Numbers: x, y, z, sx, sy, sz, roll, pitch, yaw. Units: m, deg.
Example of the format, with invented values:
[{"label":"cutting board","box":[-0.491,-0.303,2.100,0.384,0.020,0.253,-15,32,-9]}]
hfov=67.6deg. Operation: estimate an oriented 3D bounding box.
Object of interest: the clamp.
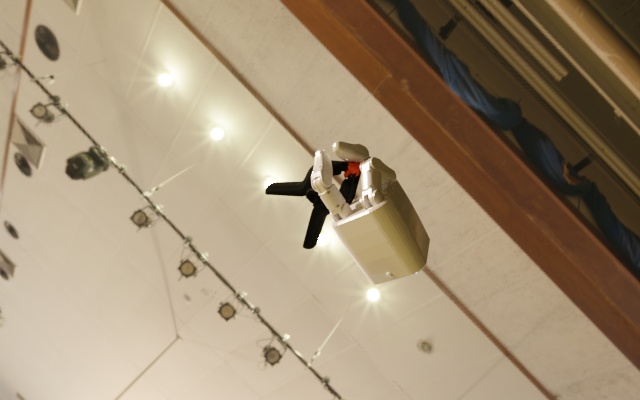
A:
[{"label":"clamp","box":[0.000,0.002,0.707,0.171,0.120,0.039,-25,12,41]}]
